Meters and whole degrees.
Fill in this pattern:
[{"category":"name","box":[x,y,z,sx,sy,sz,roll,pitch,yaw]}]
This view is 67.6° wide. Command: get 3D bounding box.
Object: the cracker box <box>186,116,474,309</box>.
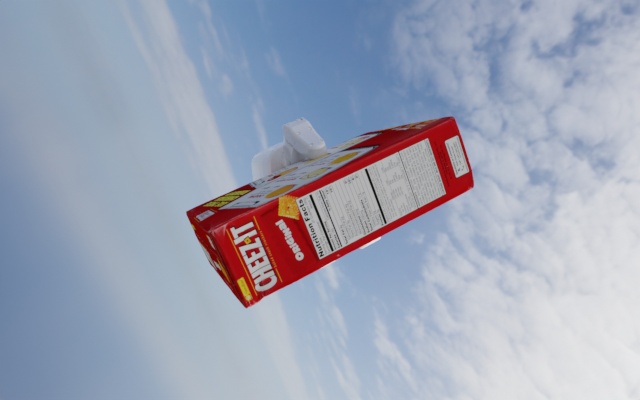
[{"category":"cracker box","box":[0.000,0.001,0.428,0.213,0.072,0.164,-26,12,-17]}]
